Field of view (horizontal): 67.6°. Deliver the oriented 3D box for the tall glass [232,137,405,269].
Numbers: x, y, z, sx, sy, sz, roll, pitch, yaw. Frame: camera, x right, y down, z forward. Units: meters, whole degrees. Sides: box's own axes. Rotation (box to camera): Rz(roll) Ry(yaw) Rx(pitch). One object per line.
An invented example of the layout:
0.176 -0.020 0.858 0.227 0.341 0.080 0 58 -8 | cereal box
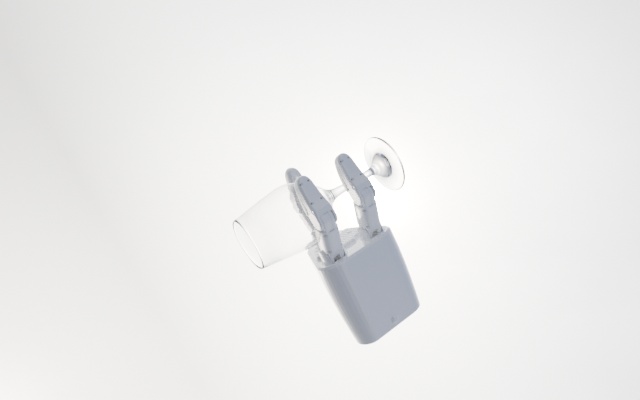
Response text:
0.001 0.001 0.555 0.201 0.079 0.079 -30 12 -22 | tall glass
